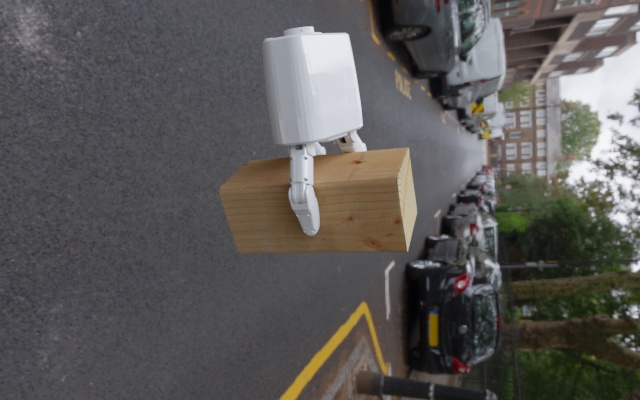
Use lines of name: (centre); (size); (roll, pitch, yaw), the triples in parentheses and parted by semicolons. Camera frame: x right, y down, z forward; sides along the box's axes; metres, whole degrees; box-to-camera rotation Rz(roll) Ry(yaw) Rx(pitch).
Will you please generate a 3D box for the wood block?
wood block: (0.000, 0.002, 0.561); (0.206, 0.090, 0.090); (-3, 26, 20)
